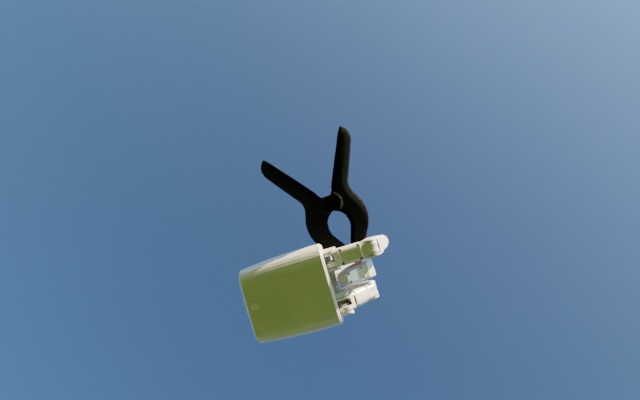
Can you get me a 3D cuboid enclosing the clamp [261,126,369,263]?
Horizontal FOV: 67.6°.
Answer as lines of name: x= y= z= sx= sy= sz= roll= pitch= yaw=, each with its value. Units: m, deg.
clamp: x=0.000 y=0.002 z=0.600 sx=0.120 sy=0.171 sz=0.039 roll=-17 pitch=-5 yaw=1
